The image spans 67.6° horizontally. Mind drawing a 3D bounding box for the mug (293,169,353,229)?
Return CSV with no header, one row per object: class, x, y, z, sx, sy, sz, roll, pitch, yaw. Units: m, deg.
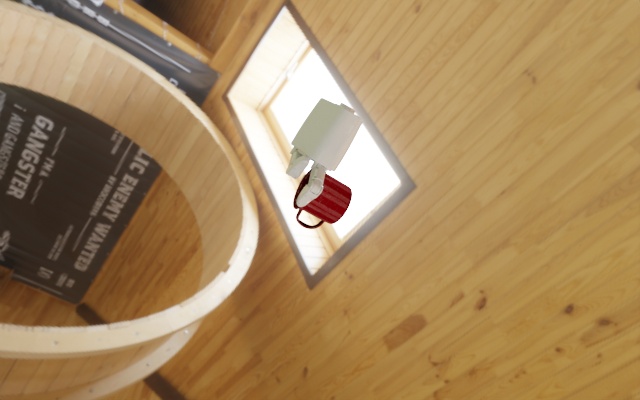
mug,0.000,0.004,0.897,0.081,0.117,0.093,29,8,-20
